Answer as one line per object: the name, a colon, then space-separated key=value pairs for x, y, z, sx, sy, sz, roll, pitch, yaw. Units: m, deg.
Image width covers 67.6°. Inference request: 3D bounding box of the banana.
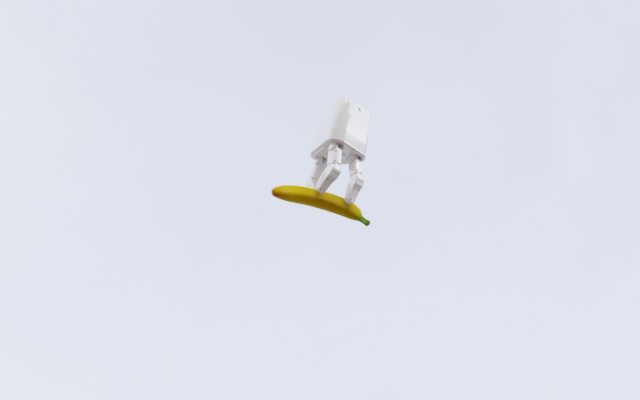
banana: x=0.000 y=0.001 z=0.910 sx=0.198 sy=0.037 sz=0.069 roll=16 pitch=6 yaw=-14
